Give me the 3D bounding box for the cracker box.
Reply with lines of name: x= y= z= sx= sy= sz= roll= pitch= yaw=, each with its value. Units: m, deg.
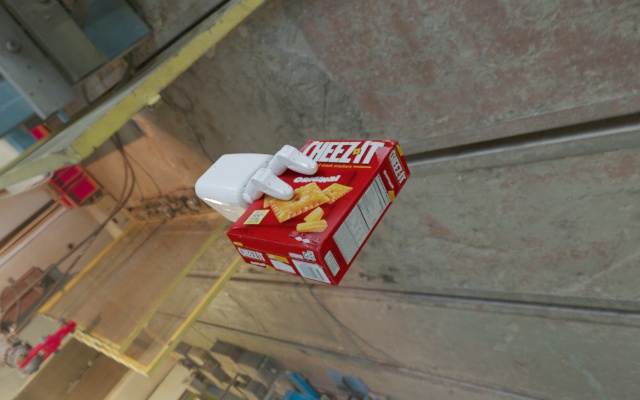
cracker box: x=0.000 y=0.002 z=0.655 sx=0.164 sy=0.072 sz=0.213 roll=7 pitch=46 yaw=39
